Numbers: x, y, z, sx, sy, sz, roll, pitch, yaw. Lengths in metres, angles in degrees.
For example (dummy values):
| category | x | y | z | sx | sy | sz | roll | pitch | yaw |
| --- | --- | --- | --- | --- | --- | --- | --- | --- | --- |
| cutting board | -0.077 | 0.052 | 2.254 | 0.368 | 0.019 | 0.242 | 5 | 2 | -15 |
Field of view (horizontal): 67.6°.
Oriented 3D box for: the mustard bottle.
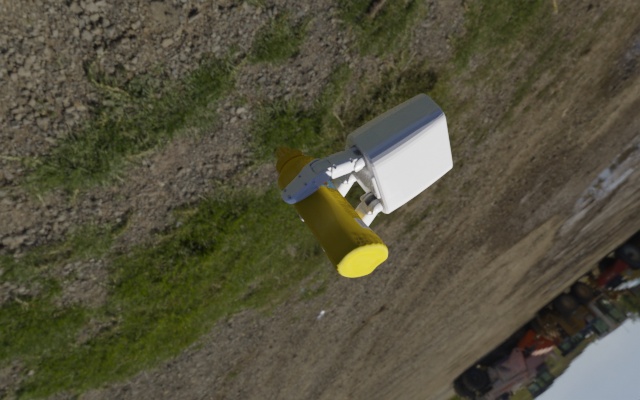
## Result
| category | x | y | z | sx | sy | sz | roll | pitch | yaw |
| --- | --- | --- | --- | --- | --- | --- | --- | --- | --- |
| mustard bottle | 0.000 | 0.002 | 0.578 | 0.058 | 0.191 | 0.096 | -44 | -28 | 14 |
